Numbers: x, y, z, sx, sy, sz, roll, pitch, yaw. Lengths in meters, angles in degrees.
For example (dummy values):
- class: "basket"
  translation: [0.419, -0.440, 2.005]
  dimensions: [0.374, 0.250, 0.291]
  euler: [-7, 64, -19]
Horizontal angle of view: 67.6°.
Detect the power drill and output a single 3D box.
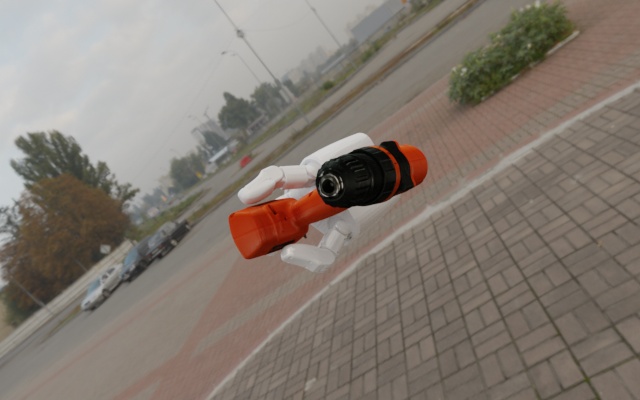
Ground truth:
- class: "power drill"
  translation: [0.000, 0.002, 0.470]
  dimensions: [0.188, 0.057, 0.184]
  euler: [-24, -6, 32]
